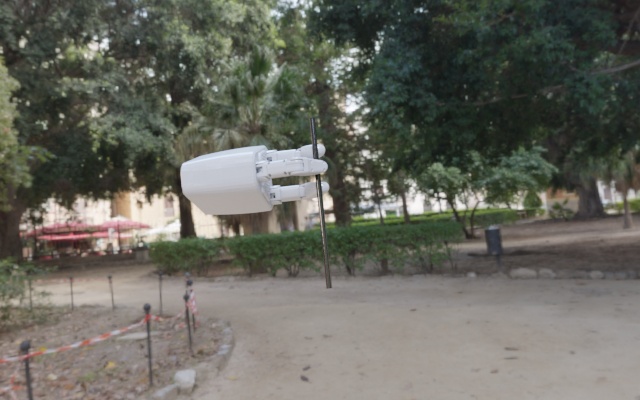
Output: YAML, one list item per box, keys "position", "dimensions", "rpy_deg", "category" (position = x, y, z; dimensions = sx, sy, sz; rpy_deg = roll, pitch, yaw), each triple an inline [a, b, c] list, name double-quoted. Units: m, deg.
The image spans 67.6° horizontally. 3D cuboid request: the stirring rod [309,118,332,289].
- position: [0.000, 0.002, 0.670]
  dimensions: [0.011, 0.239, 0.011]
  rpy_deg: [-6, -4, 0]
  category: "stirring rod"
